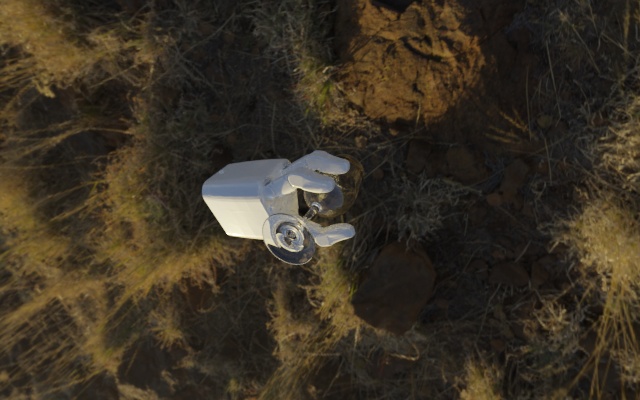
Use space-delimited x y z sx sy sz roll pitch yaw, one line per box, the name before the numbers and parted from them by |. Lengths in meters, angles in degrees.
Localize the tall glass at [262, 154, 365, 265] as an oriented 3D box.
tall glass | 0.000 0.003 0.665 0.079 0.079 0.201 0 28 28
